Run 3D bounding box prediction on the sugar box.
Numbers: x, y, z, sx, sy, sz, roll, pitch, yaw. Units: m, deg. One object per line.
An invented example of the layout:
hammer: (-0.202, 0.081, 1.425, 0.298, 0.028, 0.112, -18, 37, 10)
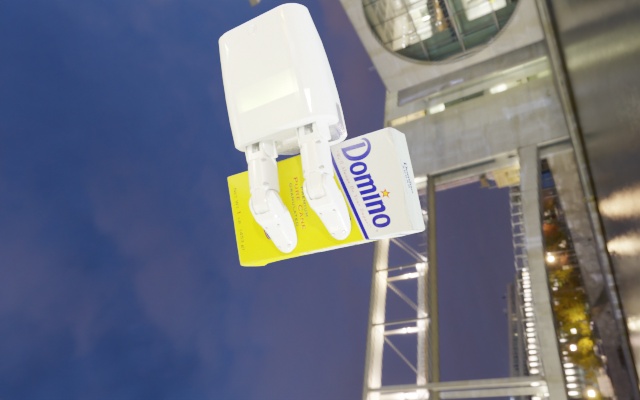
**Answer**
sugar box: (0.000, 0.001, 0.449, 0.176, 0.093, 0.048, -16, -10, 27)
